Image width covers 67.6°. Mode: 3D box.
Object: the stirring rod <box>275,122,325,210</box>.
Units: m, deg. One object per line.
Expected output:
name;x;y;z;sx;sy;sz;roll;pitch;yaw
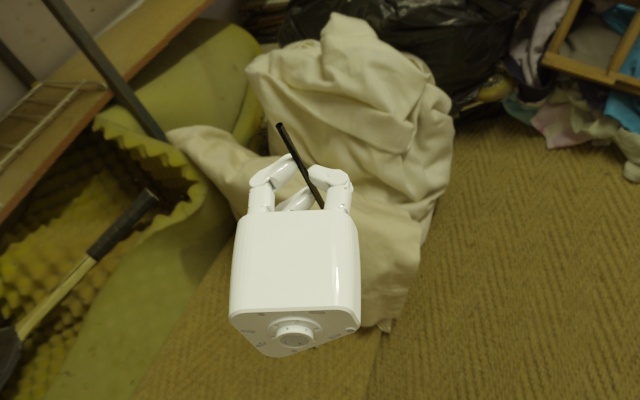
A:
stirring rod;0.000;0.002;0.557;0.011;0.011;0.240;0;-40;26
